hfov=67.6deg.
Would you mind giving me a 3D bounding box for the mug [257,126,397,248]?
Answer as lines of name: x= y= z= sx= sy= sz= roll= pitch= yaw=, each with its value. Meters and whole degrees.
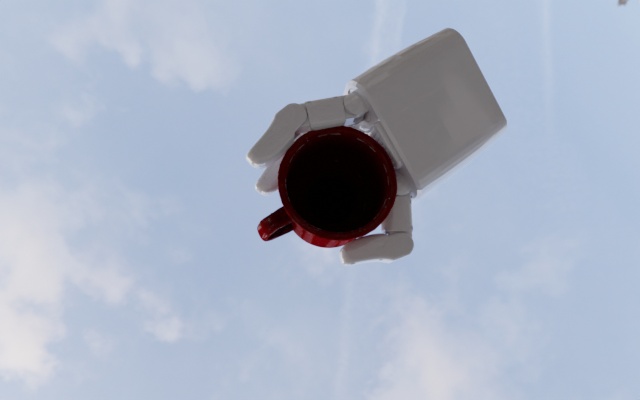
mug: x=-0.001 y=0.002 z=0.403 sx=0.117 sy=0.093 sz=0.081 roll=-32 pitch=-9 yaw=-12
